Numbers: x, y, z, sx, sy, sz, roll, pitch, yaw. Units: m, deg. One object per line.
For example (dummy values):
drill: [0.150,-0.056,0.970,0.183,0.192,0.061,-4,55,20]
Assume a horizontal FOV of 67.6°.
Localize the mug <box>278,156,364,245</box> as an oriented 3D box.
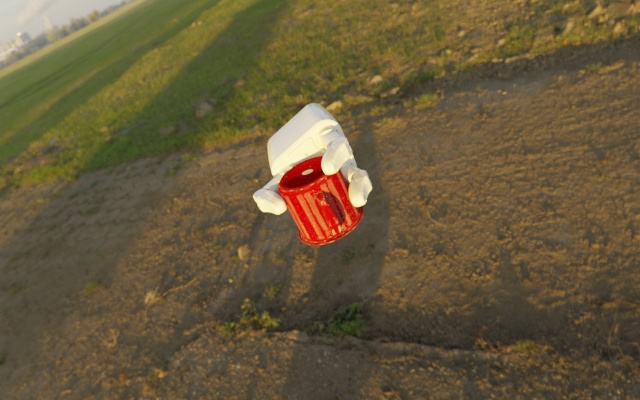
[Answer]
mug: [0.000,0.002,0.601,0.093,0.081,0.117,-27,28,1]
